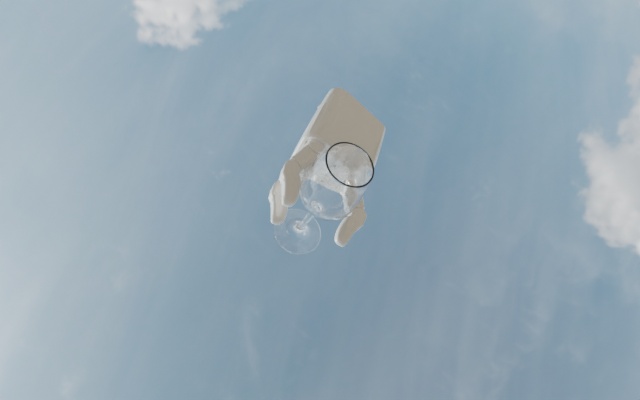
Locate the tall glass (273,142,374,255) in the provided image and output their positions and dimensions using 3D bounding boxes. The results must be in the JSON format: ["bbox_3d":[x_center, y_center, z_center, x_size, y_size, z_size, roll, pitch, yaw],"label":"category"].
[{"bbox_3d":[0.000,0.003,0.633,0.079,0.079,0.201,0,-26,-23],"label":"tall glass"}]
